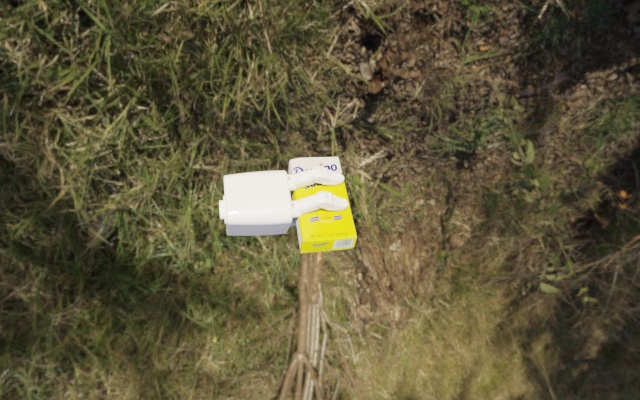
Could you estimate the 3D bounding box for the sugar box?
[{"bbox_3d":[0.000,0.002,0.827,0.093,0.176,0.048,-4,-33,-12],"label":"sugar box"}]
